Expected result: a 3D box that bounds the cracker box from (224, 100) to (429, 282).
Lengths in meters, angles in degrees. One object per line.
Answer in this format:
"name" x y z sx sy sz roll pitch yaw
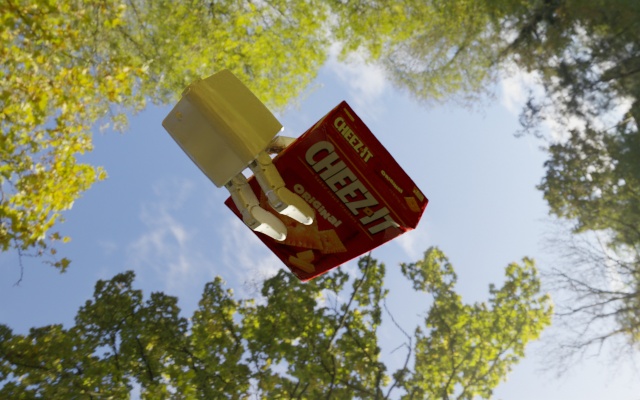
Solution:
"cracker box" 0.000 0.002 0.614 0.214 0.164 0.072 -32 16 41
